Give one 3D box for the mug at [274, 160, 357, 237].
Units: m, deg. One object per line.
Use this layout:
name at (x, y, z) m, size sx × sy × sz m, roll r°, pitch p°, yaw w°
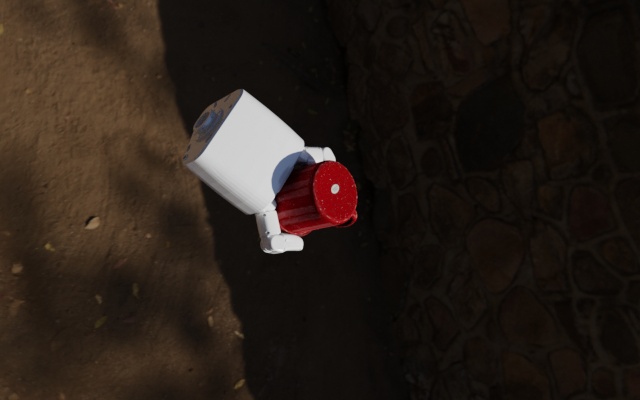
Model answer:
mug at (0.001, 0.003, 0.619) m, size 0.081 × 0.093 × 0.117 m, roll -14°, pitch -43°, yaw 45°
